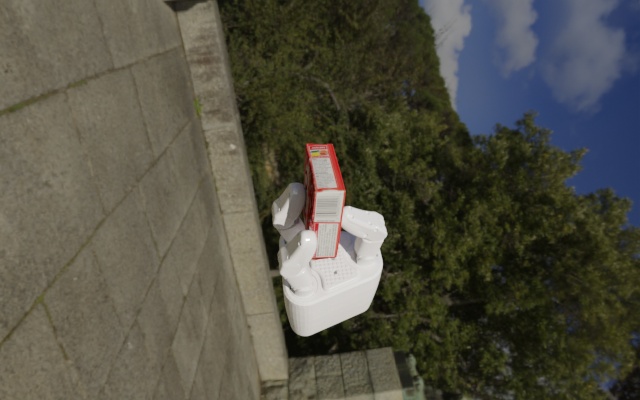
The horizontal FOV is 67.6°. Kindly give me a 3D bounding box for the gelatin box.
[{"bbox_3d":[0.001,0.001,0.461,0.030,0.089,0.073,-2,41,-8],"label":"gelatin box"}]
